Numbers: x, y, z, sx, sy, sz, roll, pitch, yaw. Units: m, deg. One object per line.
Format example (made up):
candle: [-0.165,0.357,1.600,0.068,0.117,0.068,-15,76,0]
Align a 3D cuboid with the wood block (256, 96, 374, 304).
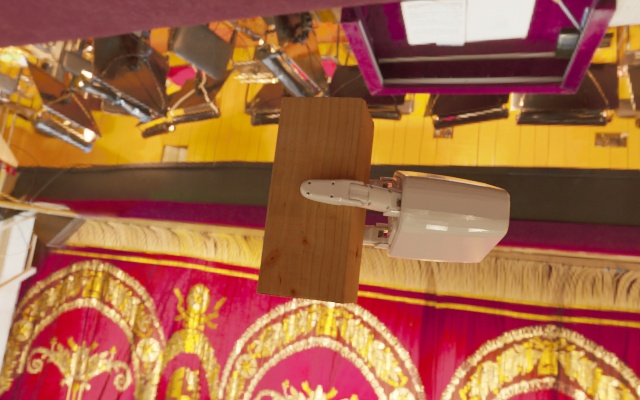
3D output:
wood block: [0.000,0.002,0.516,0.090,0.206,0.091,4,-10,15]
